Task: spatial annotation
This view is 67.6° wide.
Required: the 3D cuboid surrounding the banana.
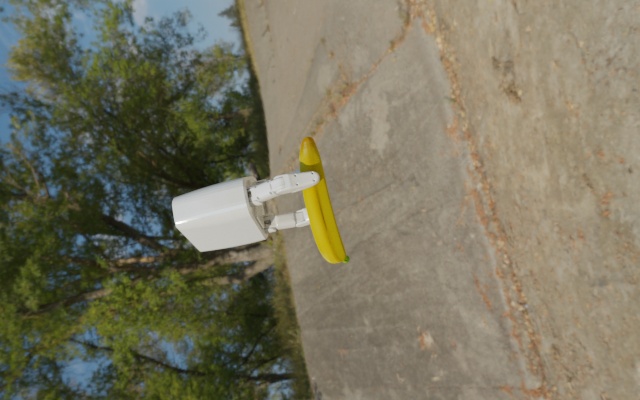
[{"bbox_3d":[0.000,0.010,0.671,0.037,0.198,0.069,-14,12,6],"label":"banana"}]
